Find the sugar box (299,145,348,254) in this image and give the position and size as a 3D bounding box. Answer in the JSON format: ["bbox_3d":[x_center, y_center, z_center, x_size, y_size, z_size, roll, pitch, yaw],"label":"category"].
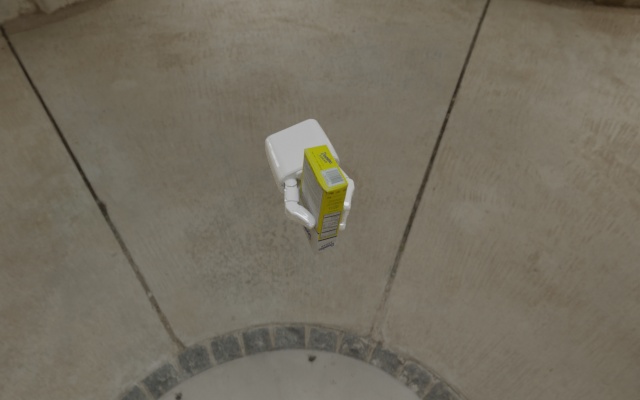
[{"bbox_3d":[0.001,0.002,0.801,0.048,0.093,0.176,-15,-35,-16],"label":"sugar box"}]
